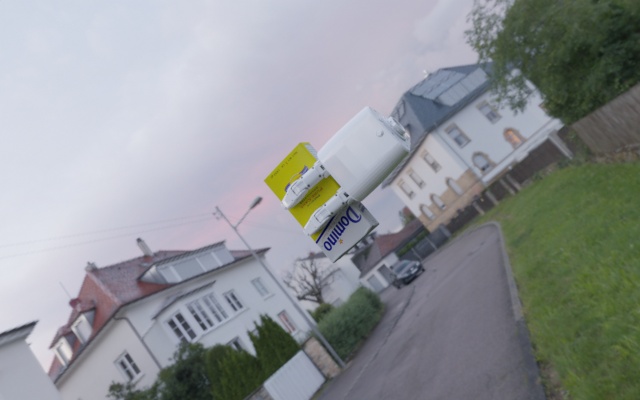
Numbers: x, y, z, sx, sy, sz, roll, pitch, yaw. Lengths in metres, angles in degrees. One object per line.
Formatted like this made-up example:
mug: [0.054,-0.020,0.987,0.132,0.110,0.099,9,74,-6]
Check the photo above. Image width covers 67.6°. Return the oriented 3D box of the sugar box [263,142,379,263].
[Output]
sugar box: [0.000,0.002,0.759,0.093,0.176,0.048,-45,-12,20]
